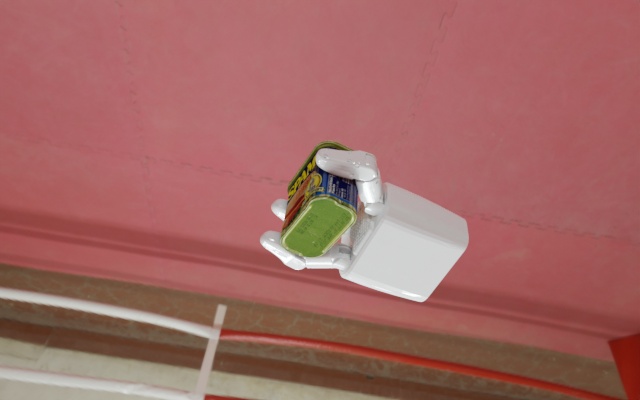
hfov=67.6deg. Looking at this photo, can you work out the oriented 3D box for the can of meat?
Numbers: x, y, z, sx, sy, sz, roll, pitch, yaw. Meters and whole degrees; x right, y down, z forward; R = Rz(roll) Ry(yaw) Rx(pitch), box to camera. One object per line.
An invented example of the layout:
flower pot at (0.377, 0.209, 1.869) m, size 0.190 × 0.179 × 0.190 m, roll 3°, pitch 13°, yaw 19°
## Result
can of meat at (0.000, 0.002, 0.511) m, size 0.057 × 0.083 × 0.102 m, roll 24°, pitch -47°, yaw -17°
